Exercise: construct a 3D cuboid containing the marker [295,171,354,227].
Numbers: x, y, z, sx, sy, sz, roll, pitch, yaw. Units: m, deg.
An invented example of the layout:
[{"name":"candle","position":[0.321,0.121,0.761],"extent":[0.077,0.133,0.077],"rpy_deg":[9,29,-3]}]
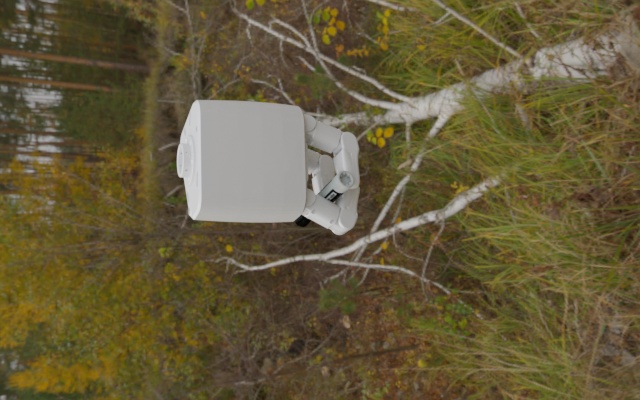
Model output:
[{"name":"marker","position":[0.000,0.002,0.519],"extent":[0.020,0.020,0.121],"rpy_deg":[0,-22,-27]}]
